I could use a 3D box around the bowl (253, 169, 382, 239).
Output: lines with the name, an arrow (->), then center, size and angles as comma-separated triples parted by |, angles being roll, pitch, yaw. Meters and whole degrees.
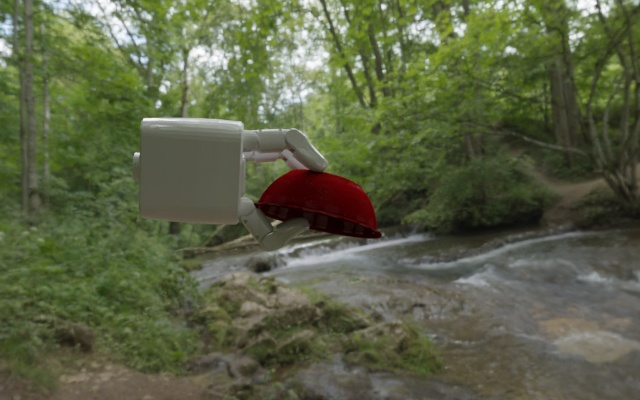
bowl -> 0.001, 0.002, 0.580 | 0.162, 0.055, 0.162 | 13, -10, 2
